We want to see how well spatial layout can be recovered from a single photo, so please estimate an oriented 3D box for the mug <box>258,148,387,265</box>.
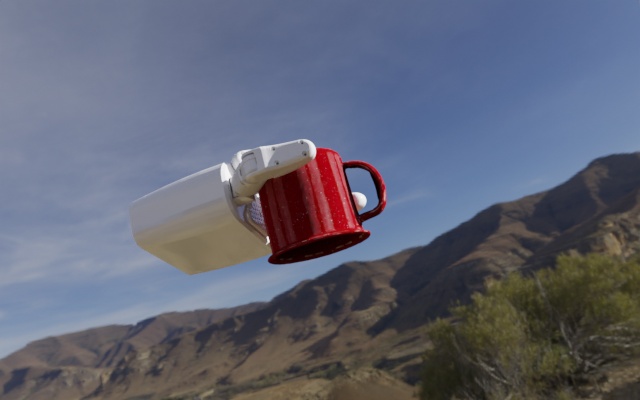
[{"bbox_3d":[0.001,0.001,0.424,0.117,0.081,0.093,-19,-15,13],"label":"mug"}]
